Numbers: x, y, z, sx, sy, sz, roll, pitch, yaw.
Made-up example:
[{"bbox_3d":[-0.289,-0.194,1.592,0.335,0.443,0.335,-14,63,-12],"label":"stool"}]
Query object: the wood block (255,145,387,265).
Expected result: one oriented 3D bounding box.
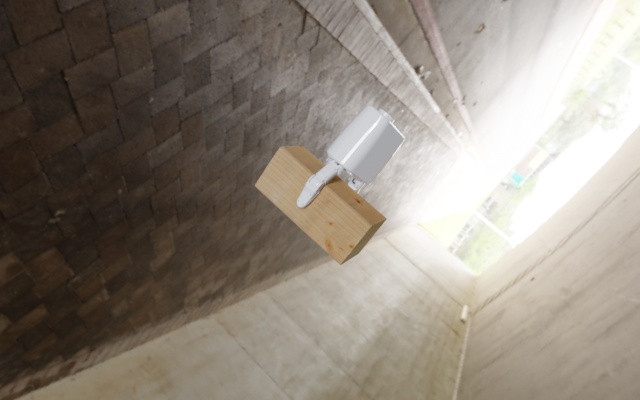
[{"bbox_3d":[0.000,0.003,0.832,0.206,0.090,0.091,42,21,14],"label":"wood block"}]
